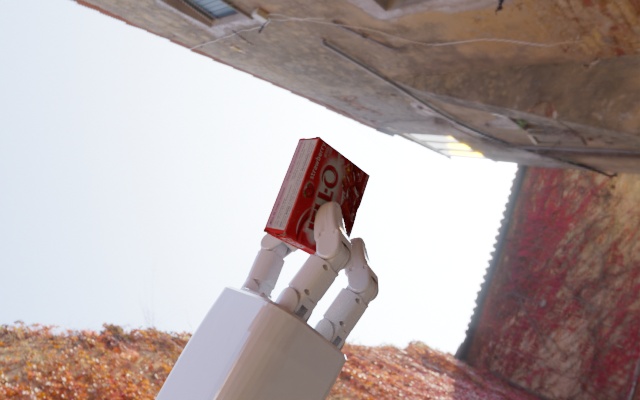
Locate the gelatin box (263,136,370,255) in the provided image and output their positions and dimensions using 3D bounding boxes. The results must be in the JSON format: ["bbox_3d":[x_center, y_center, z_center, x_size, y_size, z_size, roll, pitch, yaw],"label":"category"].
[{"bbox_3d":[0.000,0.001,0.410,0.030,0.089,0.073,5,-20,46],"label":"gelatin box"}]
